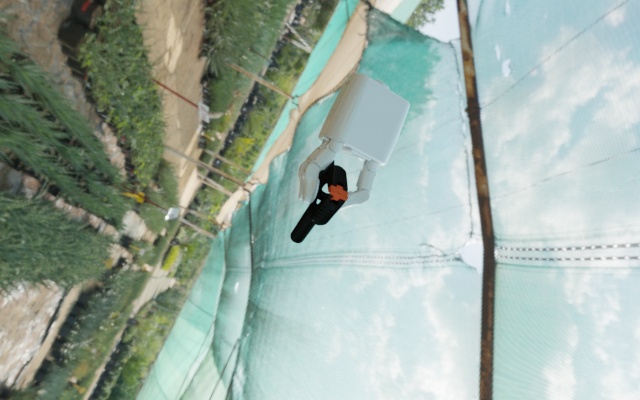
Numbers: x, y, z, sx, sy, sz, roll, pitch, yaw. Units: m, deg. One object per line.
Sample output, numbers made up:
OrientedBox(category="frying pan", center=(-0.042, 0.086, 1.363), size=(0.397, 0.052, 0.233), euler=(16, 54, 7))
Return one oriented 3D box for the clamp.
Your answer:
OrientedBox(category="clamp", center=(0.001, 0.003, 0.749), size=(0.036, 0.164, 0.210), euler=(21, 1, -11))
